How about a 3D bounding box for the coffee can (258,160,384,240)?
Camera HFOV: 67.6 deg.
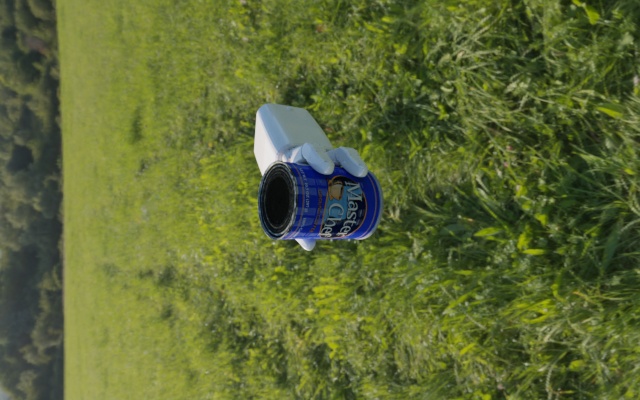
[{"bbox_3d":[0.000,0.002,0.651,0.140,0.103,0.103,3,-2,-34],"label":"coffee can"}]
